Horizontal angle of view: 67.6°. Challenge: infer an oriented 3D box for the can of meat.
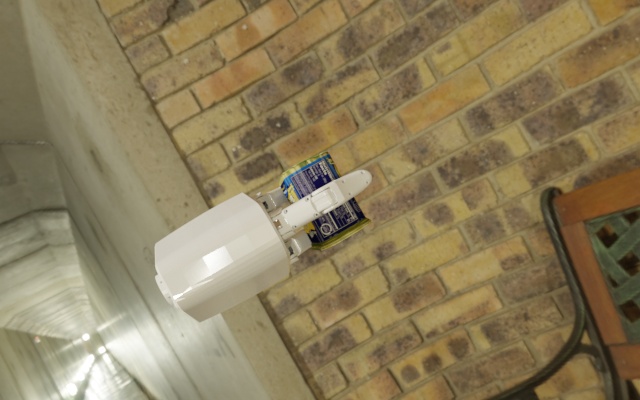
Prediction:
[{"bbox_3d":[0.000,0.001,0.493,0.057,0.084,0.102,-30,0,-10],"label":"can of meat"}]
